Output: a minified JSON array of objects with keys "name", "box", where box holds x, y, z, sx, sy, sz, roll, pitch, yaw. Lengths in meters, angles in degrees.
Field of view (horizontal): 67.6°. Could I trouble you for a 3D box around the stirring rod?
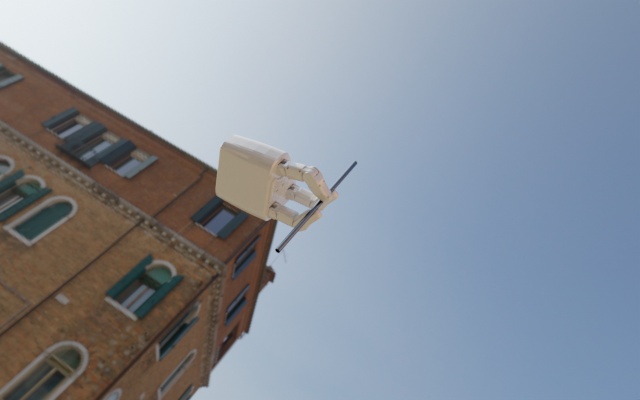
[{"name":"stirring rod","box":[0.000,0.002,0.741,0.011,0.011,0.239,0,34,37]}]
